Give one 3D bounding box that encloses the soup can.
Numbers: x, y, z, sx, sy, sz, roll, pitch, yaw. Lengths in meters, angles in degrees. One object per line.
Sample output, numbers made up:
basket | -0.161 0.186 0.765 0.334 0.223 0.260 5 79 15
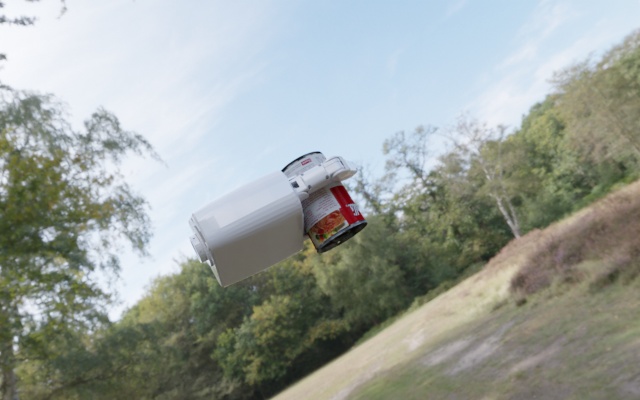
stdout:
soup can | 0.000 0.001 0.563 0.068 0.102 0.068 -29 -14 -8
